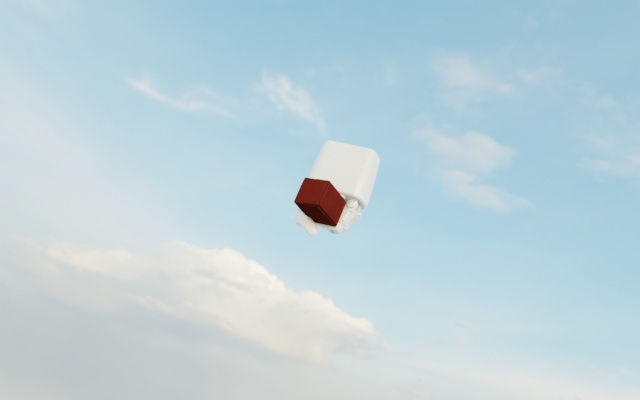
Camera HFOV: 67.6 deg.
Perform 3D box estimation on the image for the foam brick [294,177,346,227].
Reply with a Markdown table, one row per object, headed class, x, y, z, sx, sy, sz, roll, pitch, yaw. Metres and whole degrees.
| class | x | y | z | sx | sy | sz | roll | pitch | yaw |
| --- | --- | --- | --- | --- | --- | --- | --- | --- | --- |
| foam brick | 0.000 | 0.003 | 0.826 | 0.053 | 0.051 | 0.078 | 10 | -24 | 32 |
